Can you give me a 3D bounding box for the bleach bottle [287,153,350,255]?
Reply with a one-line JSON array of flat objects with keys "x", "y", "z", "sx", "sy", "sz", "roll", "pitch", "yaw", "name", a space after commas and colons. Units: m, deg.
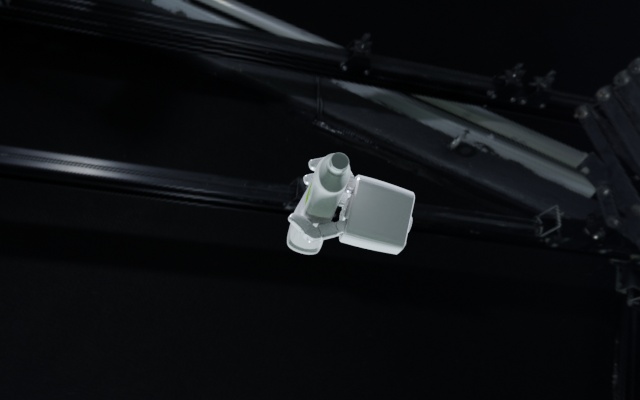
[{"x": 0.000, "y": 0.003, "z": 0.811, "sx": 0.068, "sy": 0.102, "sz": 0.251, "roll": 15, "pitch": -28, "yaw": -6, "name": "bleach bottle"}]
